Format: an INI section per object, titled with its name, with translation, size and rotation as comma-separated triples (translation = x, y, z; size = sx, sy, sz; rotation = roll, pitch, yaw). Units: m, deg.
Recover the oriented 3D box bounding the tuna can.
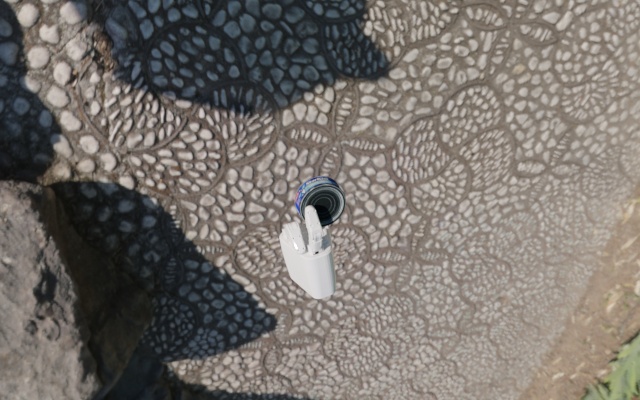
[tuna can]
translation = 0.000, 0.003, 0.827
size = 0.086, 0.086, 0.033
rotation = 0, 27, -19
